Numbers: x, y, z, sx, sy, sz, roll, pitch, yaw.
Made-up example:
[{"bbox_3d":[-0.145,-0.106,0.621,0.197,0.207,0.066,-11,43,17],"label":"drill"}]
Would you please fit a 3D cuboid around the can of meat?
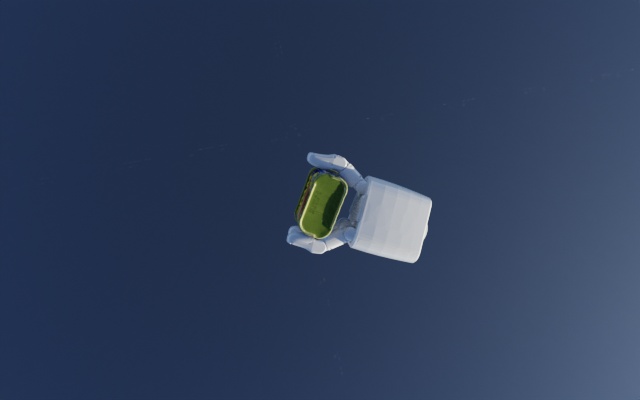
[{"bbox_3d":[0.000,0.002,0.732,0.057,0.102,0.084,20,7,-8],"label":"can of meat"}]
